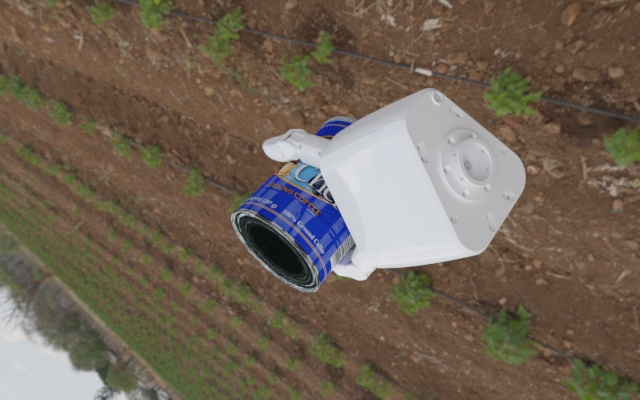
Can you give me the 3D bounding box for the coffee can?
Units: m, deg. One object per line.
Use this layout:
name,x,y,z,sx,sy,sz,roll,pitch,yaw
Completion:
coffee can,0.000,0.001,0.458,0.140,0.103,0.103,-47,26,-27
